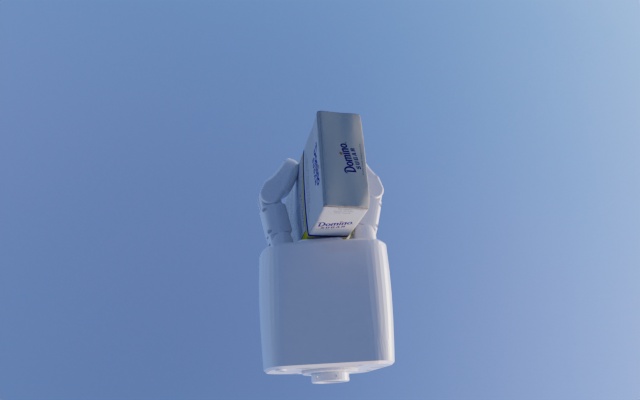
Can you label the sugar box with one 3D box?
[{"bbox_3d":[0.001,0.002,0.466,0.048,0.093,0.176,3,-25,-15],"label":"sugar box"}]
